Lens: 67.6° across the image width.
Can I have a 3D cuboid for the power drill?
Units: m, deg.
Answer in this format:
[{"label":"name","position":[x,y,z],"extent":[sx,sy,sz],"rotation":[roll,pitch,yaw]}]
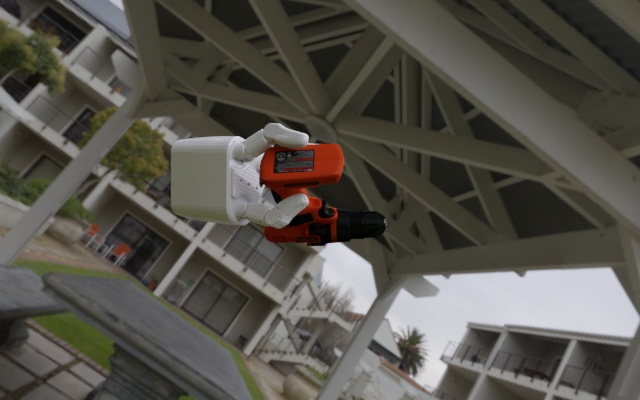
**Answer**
[{"label":"power drill","position":[0.000,0.002,0.657],"extent":[0.184,0.057,0.188],"rotation":[-4,-35,4]}]
